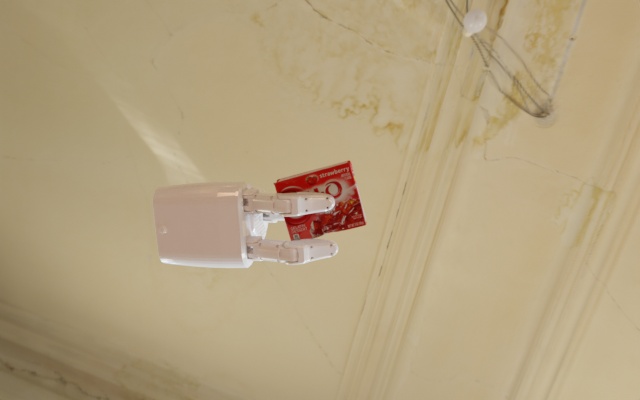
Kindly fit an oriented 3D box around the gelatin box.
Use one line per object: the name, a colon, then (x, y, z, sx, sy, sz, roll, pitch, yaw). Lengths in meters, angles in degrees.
gelatin box: (0.000, 0.002, 0.536, 0.089, 0.073, 0.030, -14, 9, 6)
